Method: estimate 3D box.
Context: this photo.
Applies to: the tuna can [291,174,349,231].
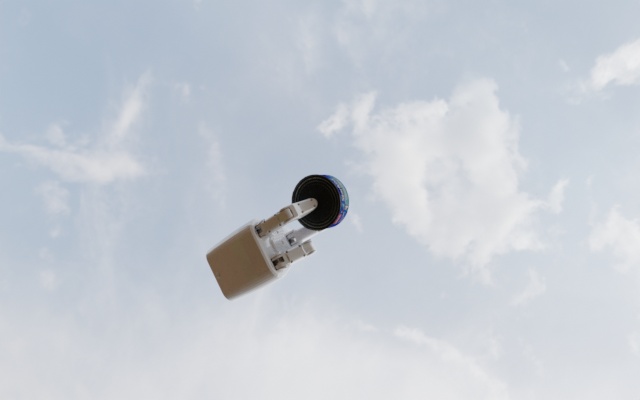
[{"bbox_3d":[0.000,0.002,0.733,0.086,0.086,0.034,0,3,29],"label":"tuna can"}]
